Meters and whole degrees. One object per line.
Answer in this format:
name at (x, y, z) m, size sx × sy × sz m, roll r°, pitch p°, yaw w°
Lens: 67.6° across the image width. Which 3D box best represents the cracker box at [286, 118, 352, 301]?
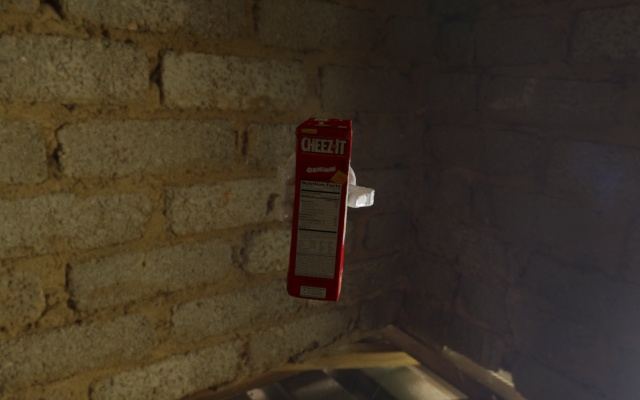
cracker box at (0.000, 0.002, 0.638) m, size 0.072 × 0.214 × 0.164 m, roll 4°, pitch 13°, yaw 2°
